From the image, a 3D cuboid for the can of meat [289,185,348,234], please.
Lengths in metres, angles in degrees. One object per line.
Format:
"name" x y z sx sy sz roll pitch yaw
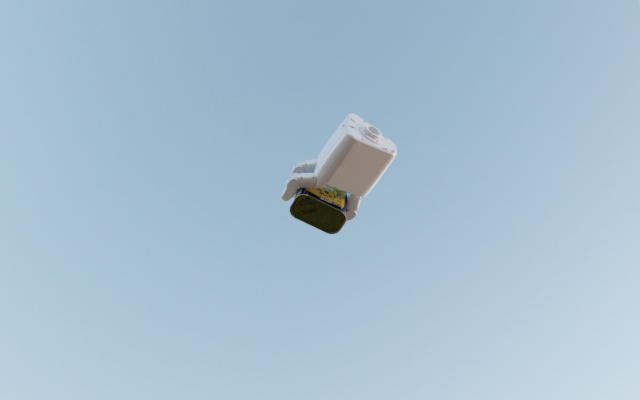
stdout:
"can of meat" 0.000 0.003 0.891 0.102 0.057 0.084 26 34 -10
